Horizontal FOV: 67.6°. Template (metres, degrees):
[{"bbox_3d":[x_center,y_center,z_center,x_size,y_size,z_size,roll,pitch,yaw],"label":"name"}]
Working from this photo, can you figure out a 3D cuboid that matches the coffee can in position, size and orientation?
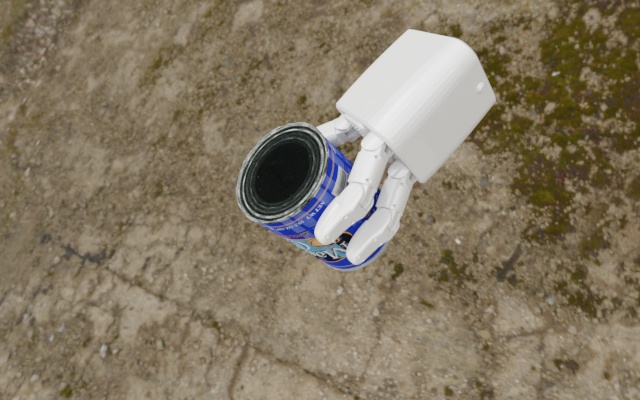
[{"bbox_3d":[0.000,0.002,0.482,0.103,0.102,0.140,0,-24,36],"label":"coffee can"}]
